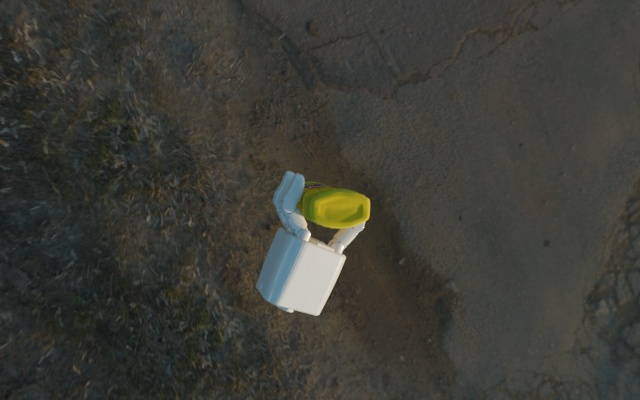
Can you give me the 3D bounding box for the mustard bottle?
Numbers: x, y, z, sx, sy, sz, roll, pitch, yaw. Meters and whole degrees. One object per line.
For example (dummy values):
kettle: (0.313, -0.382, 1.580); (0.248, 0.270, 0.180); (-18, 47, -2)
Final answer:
mustard bottle: (0.000, 0.002, 0.770); (0.096, 0.058, 0.191); (-1, 7, -18)
